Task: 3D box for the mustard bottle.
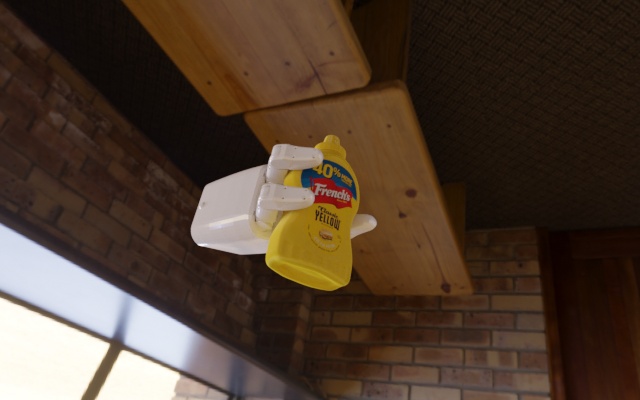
[{"bbox_3d":[0.000,0.002,0.563,0.096,0.191,0.058,25,-34,-23],"label":"mustard bottle"}]
